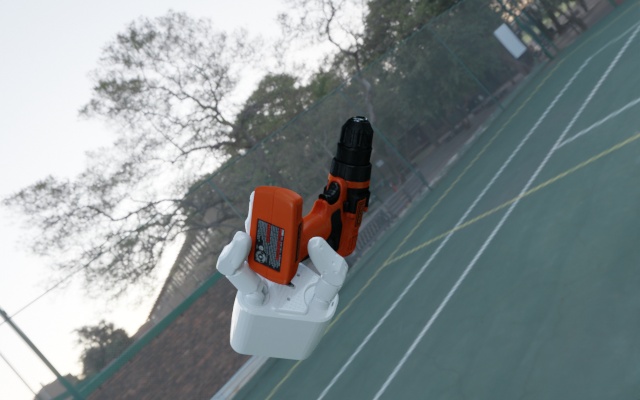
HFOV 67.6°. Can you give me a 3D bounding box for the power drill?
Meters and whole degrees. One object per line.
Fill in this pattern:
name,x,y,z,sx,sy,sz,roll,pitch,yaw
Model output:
power drill,0.000,0.002,0.546,0.057,0.184,0.187,18,23,29
